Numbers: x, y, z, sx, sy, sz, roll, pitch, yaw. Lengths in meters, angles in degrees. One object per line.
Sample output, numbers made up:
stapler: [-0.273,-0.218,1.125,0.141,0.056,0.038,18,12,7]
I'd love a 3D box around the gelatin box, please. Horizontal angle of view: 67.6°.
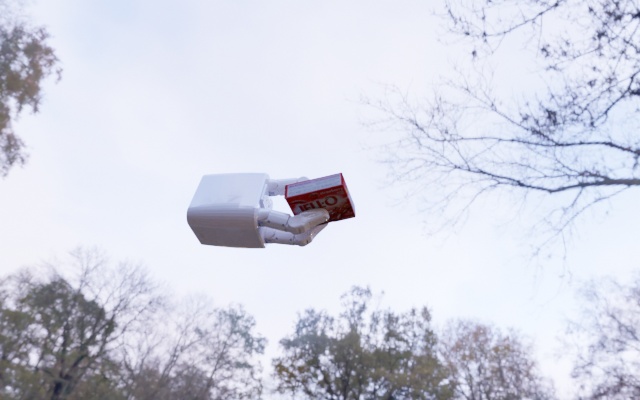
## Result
gelatin box: [0.000,0.002,0.699,0.089,0.030,0.073,-13,-45,11]
